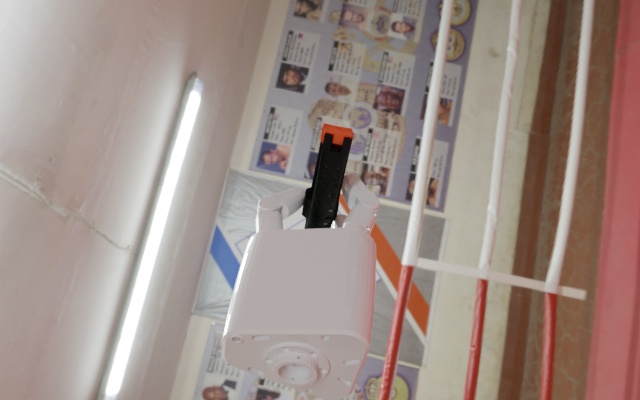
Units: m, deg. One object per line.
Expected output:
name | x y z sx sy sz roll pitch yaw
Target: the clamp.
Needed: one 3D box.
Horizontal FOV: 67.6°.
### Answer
clamp | -0.001 0.001 0.508 0.036 0.210 0.164 10 39 -3
